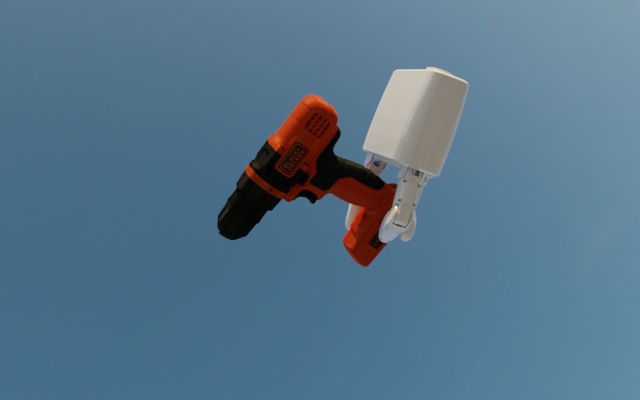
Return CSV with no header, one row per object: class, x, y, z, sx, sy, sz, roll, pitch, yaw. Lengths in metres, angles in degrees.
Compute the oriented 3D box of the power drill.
power drill,0.001,0.002,0.545,0.188,0.184,0.057,33,12,-28
